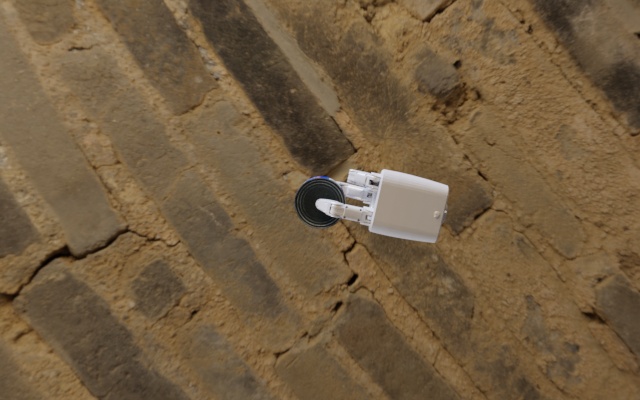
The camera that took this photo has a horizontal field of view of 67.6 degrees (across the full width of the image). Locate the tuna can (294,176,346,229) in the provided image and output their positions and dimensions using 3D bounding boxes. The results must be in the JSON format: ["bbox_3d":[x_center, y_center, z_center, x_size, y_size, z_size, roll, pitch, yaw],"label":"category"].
[{"bbox_3d":[0.000,0.003,0.800,0.086,0.086,0.033,0,9,2],"label":"tuna can"}]
